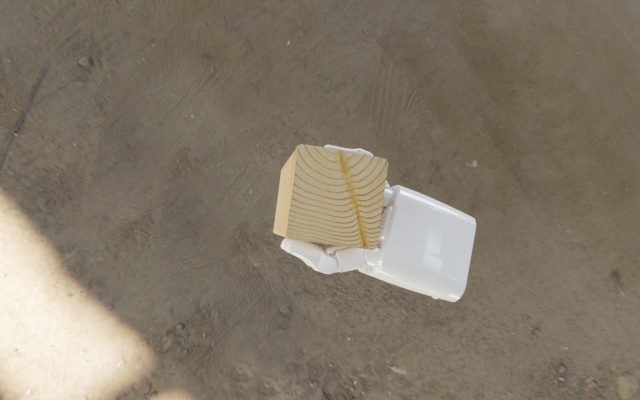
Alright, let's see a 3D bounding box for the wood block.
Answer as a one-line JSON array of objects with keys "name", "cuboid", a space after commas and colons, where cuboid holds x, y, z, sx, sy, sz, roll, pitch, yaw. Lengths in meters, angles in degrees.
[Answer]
[{"name": "wood block", "cuboid": [0.001, 0.002, 0.546, 0.090, 0.091, 0.206, 9, -4, -9]}]
